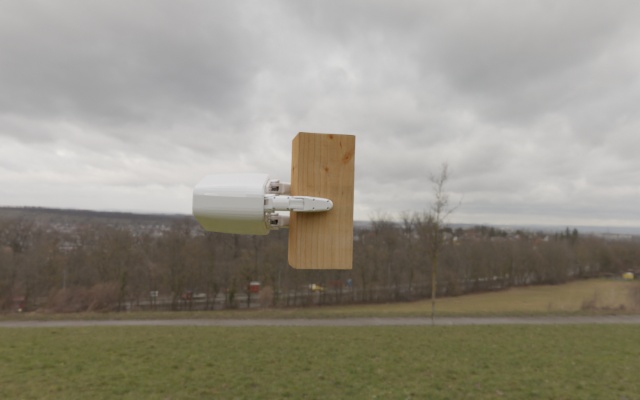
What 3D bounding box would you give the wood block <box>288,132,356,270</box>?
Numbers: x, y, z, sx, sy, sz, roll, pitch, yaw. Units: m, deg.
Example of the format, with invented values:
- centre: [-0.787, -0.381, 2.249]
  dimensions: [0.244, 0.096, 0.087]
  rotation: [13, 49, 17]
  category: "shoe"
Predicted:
- centre: [0.000, 0.002, 0.760]
  dimensions: [0.090, 0.206, 0.091]
  rotation: [2, -2, -11]
  category: "wood block"
